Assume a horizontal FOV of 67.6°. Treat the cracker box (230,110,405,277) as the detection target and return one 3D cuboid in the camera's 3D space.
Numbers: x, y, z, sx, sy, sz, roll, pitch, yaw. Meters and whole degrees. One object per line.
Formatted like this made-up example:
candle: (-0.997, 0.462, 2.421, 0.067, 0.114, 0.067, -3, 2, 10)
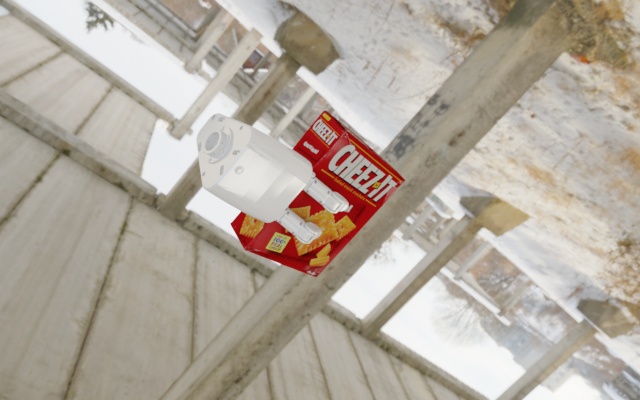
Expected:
cracker box: (0.000, 0.002, 0.703, 0.164, 0.214, 0.072, 31, 15, -45)
